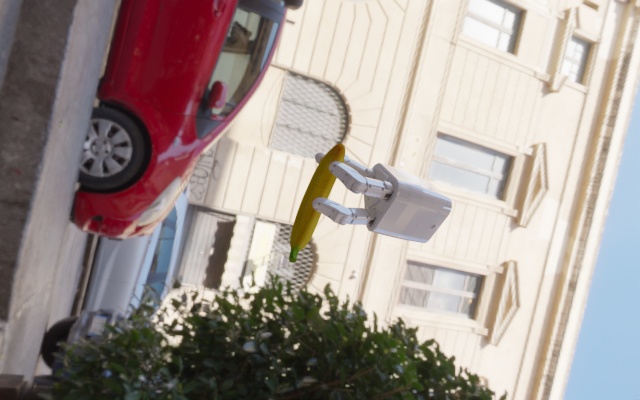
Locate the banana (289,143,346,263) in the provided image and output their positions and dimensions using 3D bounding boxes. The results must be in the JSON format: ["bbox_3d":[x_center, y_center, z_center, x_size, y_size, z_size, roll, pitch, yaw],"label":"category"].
[{"bbox_3d":[-0.006,0.001,0.753,0.037,0.198,0.069,18,10,-18],"label":"banana"}]
